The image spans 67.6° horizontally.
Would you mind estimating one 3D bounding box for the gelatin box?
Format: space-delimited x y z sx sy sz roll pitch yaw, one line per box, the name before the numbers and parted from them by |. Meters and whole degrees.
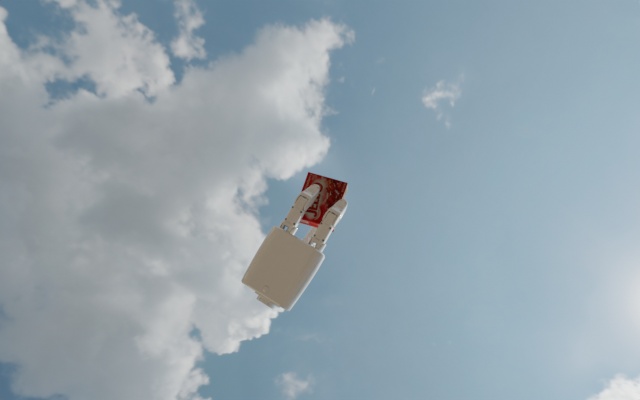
gelatin box | 0.000 0.003 0.823 0.073 0.089 0.030 16 -20 10
